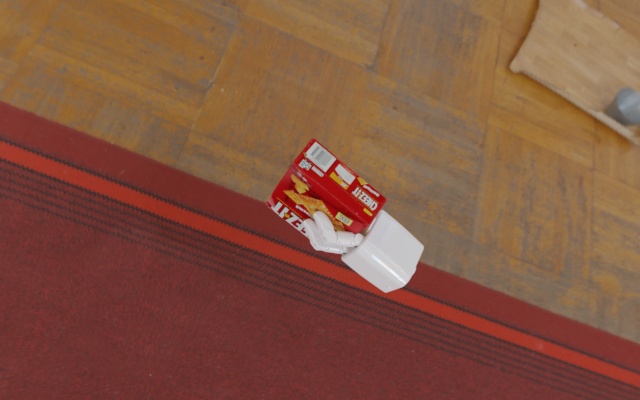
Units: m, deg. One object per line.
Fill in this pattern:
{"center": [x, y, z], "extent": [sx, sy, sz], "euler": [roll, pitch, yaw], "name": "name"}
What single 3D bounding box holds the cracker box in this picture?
{"center": [0.000, 0.003, 0.870], "extent": [0.164, 0.072, 0.214], "euler": [39, -27, -3], "name": "cracker box"}
